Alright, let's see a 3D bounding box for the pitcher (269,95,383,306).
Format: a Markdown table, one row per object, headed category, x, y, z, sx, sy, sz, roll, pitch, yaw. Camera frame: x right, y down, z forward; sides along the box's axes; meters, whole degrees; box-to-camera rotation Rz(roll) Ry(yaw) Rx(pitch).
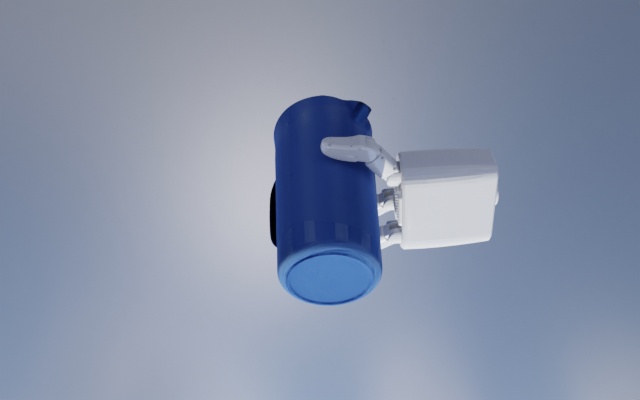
| category | x | y | z | sx | sy | sz | roll | pitch | yaw |
| --- | --- | --- | --- | --- | --- | --- | --- | --- | --- |
| pitcher | 0.000 | 0.002 | 0.570 | 0.145 | 0.242 | 0.149 | -3 | -45 | 1 |
